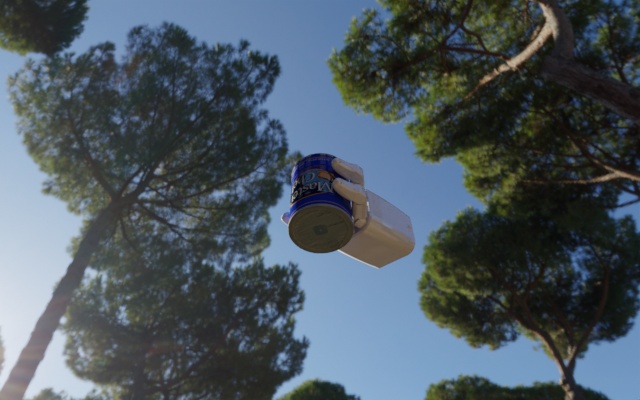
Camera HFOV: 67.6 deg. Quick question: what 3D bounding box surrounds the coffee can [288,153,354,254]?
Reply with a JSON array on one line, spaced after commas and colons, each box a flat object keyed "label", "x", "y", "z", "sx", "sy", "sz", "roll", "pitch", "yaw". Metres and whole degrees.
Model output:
[{"label": "coffee can", "x": 0.000, "y": 0.003, "z": 0.793, "sx": 0.103, "sy": 0.103, "sz": 0.140, "roll": 0, "pitch": 40, "yaw": 0}]
